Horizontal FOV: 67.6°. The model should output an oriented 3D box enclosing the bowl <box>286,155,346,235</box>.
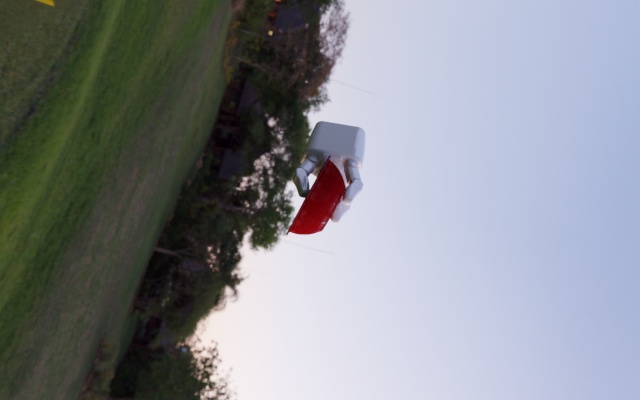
[{"bbox_3d":[0.000,0.004,0.852,0.055,0.162,0.162,29,-1,-1],"label":"bowl"}]
